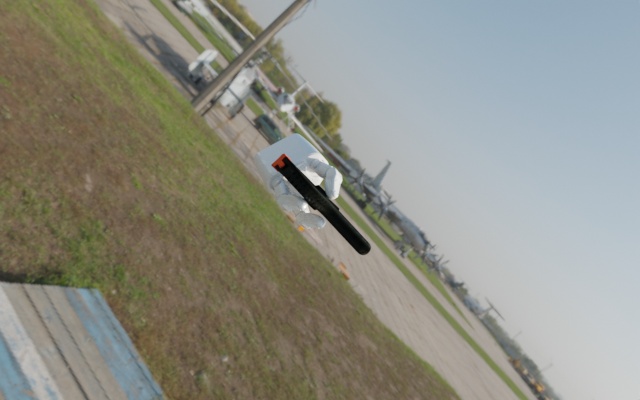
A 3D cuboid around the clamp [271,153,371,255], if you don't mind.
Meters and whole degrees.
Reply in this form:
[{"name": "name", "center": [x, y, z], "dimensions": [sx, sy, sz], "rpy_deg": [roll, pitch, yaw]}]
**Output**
[{"name": "clamp", "center": [0.000, 0.002, 0.801], "dimensions": [0.210, 0.036, 0.164], "rpy_deg": [45, 2, -38]}]
